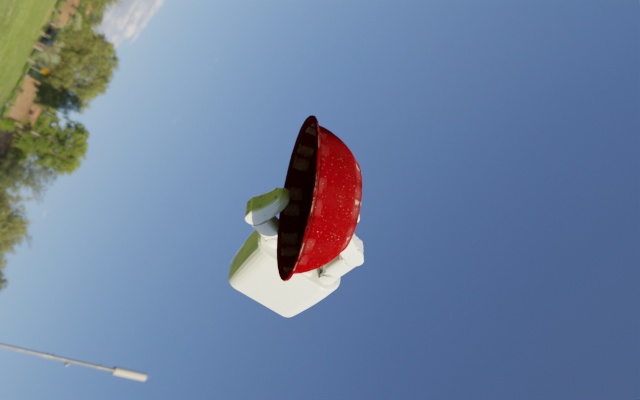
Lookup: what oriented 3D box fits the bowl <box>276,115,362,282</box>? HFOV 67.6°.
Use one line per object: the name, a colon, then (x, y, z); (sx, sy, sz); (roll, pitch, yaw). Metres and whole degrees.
bowl: (0.001, 0.001, 0.467); (0.055, 0.162, 0.162); (10, -2, -13)
